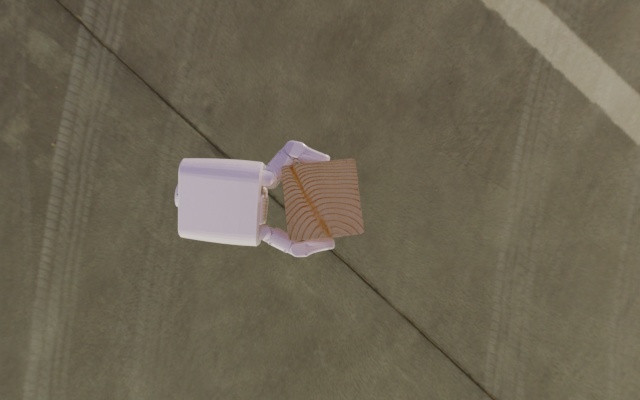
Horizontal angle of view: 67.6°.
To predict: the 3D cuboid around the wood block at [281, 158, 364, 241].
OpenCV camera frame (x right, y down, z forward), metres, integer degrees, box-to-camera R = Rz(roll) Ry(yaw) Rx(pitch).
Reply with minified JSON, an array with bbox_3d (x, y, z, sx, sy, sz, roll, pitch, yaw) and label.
[{"bbox_3d":[0.000,0.002,0.654,0.090,0.091,0.206,-6,-1,-1],"label":"wood block"}]
